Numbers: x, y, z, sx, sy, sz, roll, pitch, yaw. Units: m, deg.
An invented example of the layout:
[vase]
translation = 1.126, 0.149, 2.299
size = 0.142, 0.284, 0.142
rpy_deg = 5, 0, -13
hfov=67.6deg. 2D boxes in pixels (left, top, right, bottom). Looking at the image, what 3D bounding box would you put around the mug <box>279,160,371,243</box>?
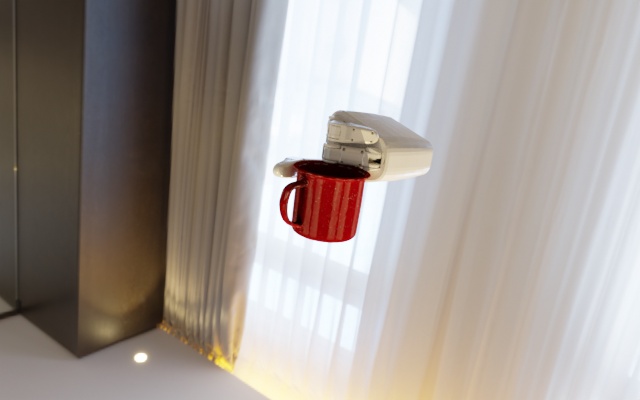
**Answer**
[mug]
translation = -0.001, 0.002, 0.570
size = 0.117, 0.081, 0.093
rpy_deg = -8, 22, -43
